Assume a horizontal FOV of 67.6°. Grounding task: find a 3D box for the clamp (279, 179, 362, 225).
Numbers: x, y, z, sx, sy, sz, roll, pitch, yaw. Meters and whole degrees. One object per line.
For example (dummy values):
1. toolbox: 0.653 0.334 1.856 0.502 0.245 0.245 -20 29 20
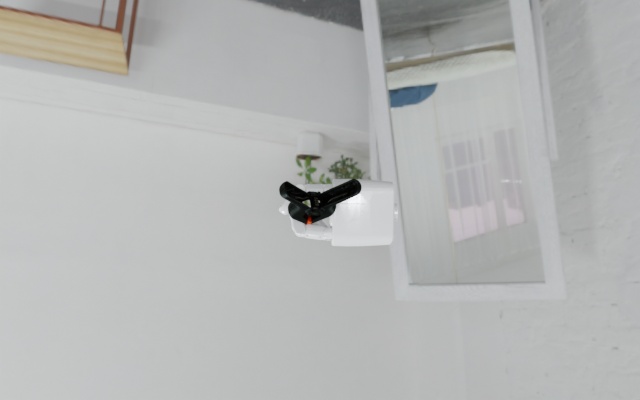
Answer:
1. clamp: 0.000 0.003 0.757 0.120 0.039 0.171 1 -15 0
